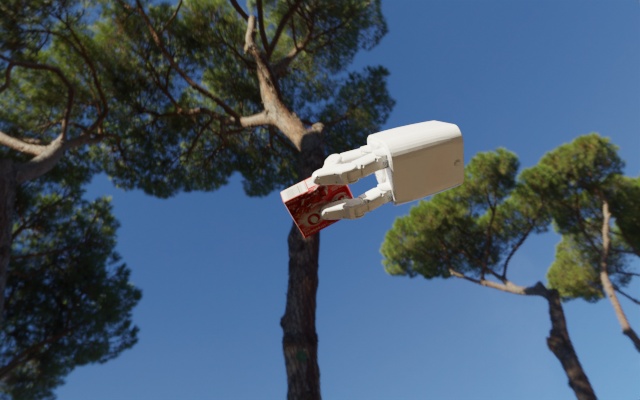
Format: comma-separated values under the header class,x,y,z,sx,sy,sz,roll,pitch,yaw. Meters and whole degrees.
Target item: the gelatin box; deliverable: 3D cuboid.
class,x,y,z,sx,sy,sz,roll,pitch,yaw
gelatin box,0.000,0.002,0.669,0.089,0.073,0.030,-26,37,2
